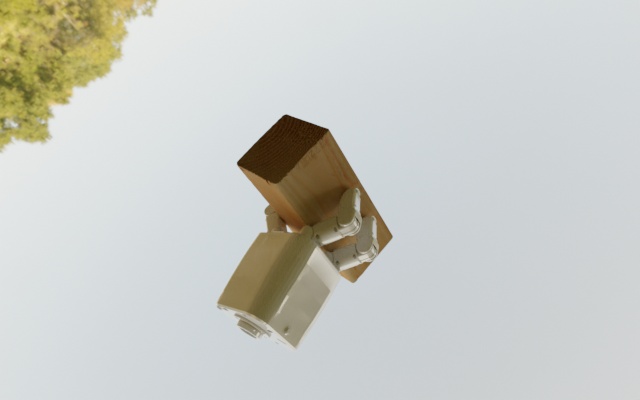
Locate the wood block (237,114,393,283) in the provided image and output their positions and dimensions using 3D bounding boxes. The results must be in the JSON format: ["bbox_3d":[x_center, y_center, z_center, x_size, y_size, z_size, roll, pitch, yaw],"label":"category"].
[{"bbox_3d":[0.000,0.002,0.606,0.090,0.090,0.206,27,-21,45],"label":"wood block"}]
